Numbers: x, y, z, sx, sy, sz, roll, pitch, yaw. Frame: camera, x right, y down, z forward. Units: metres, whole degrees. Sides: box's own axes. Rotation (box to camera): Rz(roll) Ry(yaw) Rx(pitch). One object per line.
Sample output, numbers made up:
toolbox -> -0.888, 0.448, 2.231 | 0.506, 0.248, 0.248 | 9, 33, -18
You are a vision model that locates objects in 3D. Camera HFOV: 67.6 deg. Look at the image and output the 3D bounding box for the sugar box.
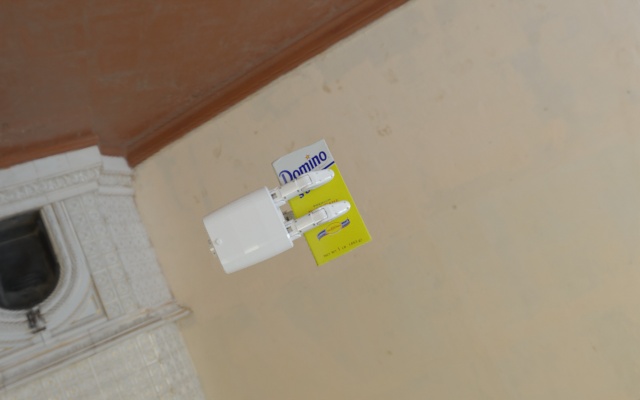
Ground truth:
sugar box -> 0.000, 0.002, 0.741 | 0.093, 0.176, 0.048 | -25, -7, -5
